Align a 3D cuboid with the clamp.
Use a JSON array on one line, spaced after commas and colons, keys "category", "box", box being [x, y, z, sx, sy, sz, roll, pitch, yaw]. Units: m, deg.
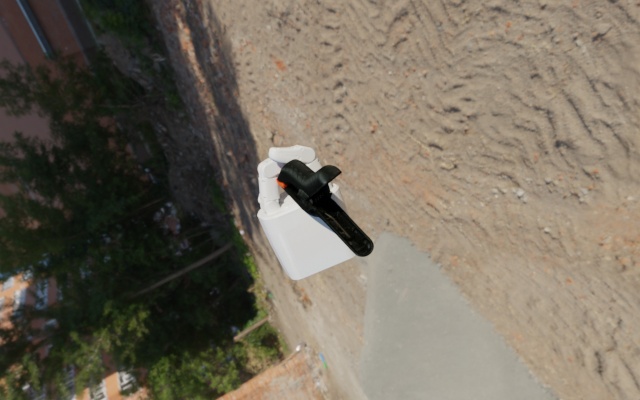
[{"category": "clamp", "box": [-0.001, 0.002, 0.569, 0.039, 0.120, 0.171, -29, 22, -16]}]
